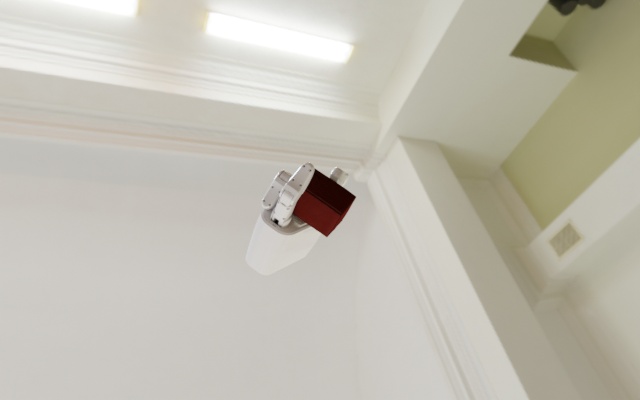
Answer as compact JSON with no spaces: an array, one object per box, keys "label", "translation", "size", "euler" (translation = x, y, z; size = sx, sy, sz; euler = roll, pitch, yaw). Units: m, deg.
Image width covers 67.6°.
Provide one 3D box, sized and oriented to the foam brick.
[{"label":"foam brick","translation":[0.000,0.002,0.670],"size":[0.078,0.051,0.053],"euler":[35,40,9]}]
